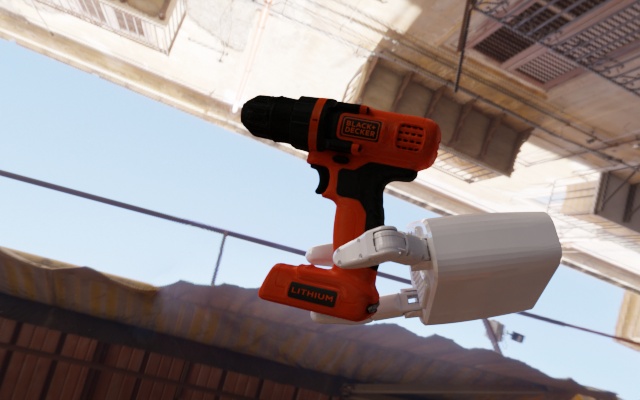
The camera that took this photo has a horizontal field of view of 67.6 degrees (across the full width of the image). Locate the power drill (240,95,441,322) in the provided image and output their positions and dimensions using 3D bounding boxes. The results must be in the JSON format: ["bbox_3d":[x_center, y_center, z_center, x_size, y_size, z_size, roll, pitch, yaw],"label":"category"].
[{"bbox_3d":[0.000,0.002,0.428,0.184,0.187,0.057,12,0,15],"label":"power drill"}]
